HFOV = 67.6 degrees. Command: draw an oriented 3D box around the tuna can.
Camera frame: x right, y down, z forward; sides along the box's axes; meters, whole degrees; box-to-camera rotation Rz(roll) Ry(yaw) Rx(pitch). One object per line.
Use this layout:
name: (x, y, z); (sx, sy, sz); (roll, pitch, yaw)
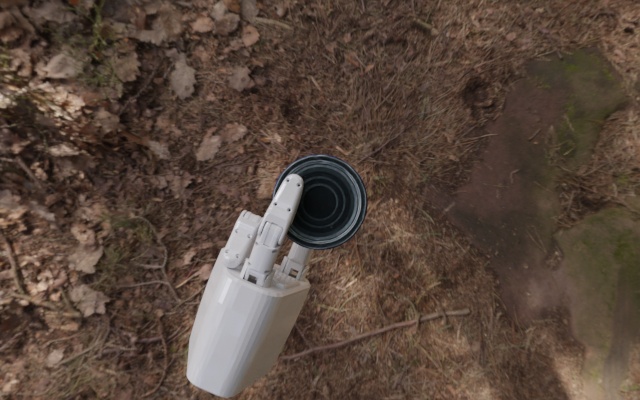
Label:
tuna can: (0.000, 0.001, 0.431); (0.086, 0.086, 0.034); (0, 0, 4)
